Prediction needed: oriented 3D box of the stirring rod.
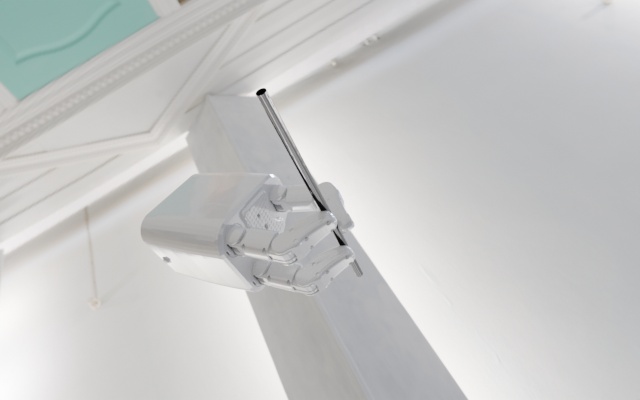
[{"bbox_3d":[0.000,0.001,0.406,0.011,0.011,0.240,0,-38,25],"label":"stirring rod"}]
